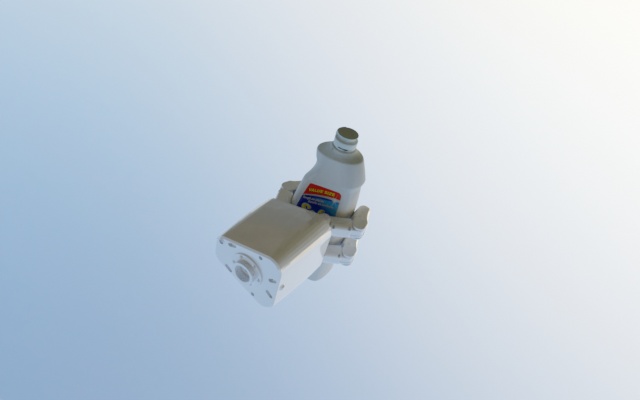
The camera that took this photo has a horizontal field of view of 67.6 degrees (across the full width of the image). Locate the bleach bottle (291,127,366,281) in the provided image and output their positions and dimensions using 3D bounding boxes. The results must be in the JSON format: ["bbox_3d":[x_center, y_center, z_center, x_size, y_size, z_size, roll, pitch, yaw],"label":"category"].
[{"bbox_3d":[0.000,0.002,0.686,0.102,0.251,0.068,33,42,18],"label":"bleach bottle"}]
